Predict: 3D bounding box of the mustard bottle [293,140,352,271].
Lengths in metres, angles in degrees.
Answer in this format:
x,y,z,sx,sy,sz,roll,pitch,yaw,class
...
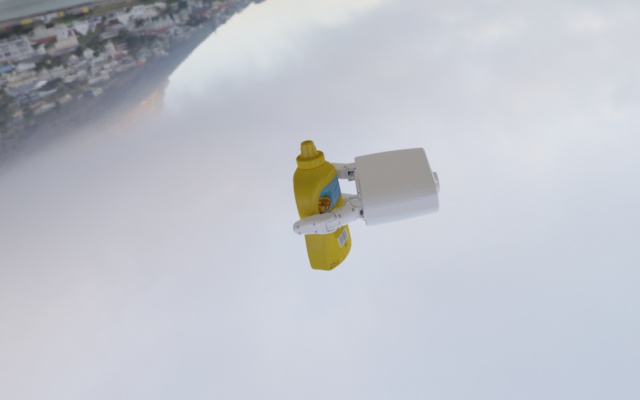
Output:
x,y,z,sx,sy,sz,roll,pitch,yaw,class
0.000,0.003,0.707,0.058,0.192,0.096,3,30,27,mustard bottle
